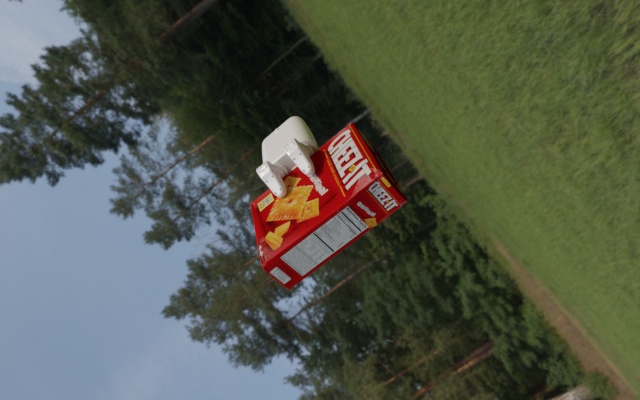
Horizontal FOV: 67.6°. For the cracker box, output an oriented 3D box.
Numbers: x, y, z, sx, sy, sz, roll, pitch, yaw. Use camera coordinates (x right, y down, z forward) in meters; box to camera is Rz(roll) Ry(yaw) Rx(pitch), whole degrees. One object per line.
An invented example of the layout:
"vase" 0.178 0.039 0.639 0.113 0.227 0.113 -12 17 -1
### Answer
"cracker box" 0.000 0.003 0.704 0.072 0.214 0.164 43 15 -32
